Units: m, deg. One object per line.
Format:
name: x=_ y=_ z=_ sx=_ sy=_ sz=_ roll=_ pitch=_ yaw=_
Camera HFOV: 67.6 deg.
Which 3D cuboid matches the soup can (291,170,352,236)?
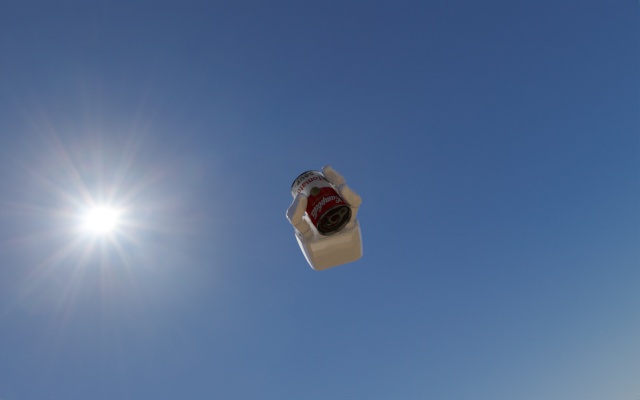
soup can: x=0.000 y=0.002 z=0.831 sx=0.068 sy=0.068 sz=0.102 roll=0 pitch=39 yaw=-38
